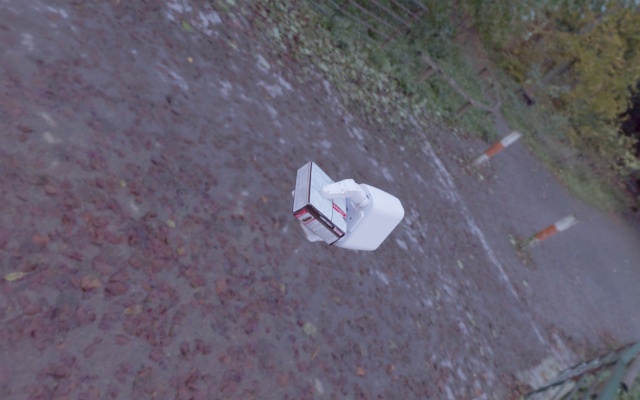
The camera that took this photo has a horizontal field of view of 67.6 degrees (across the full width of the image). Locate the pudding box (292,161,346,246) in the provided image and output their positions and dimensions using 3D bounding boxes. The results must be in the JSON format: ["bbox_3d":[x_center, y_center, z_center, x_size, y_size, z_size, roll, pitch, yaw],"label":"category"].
[{"bbox_3d":[0.000,0.002,0.764,0.039,0.113,0.090,-35,-59,26],"label":"pudding box"}]
